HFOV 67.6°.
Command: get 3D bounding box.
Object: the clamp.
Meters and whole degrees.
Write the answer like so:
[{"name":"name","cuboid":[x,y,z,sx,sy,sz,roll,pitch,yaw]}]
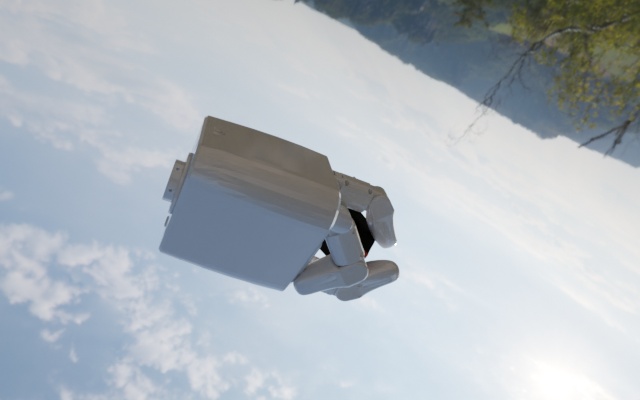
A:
[{"name":"clamp","cuboid":[0.000,0.002,0.463,0.120,0.039,0.171,20,24,-18]}]
